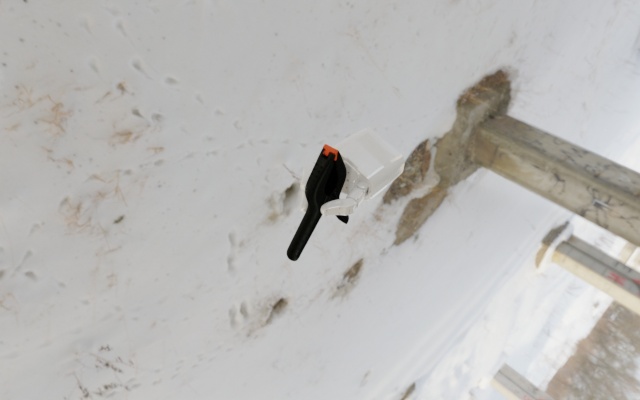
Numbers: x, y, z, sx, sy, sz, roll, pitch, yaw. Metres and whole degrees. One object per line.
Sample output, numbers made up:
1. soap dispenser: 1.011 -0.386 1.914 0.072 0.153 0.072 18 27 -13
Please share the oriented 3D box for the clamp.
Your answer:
1. clamp: 0.001 0.003 0.832 0.036 0.210 0.164 30 49 27
